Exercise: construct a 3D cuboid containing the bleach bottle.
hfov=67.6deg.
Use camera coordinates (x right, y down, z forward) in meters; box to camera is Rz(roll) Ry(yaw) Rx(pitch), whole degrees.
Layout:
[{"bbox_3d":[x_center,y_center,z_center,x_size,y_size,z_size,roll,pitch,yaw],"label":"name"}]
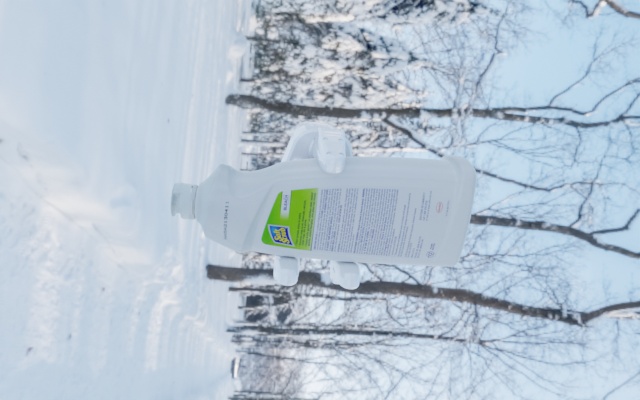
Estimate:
[{"bbox_3d":[0.000,0.001,0.419,0.251,0.102,0.068,5,16,-7],"label":"bleach bottle"}]
